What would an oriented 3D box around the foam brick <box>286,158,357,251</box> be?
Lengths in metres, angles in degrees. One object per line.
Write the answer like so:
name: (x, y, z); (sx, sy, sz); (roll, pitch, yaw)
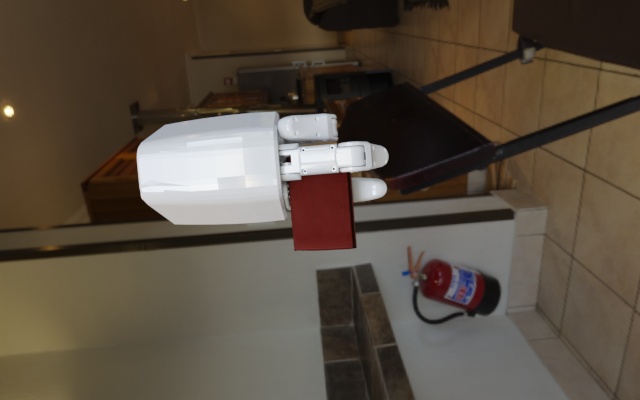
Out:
foam brick: (0.000, 0.002, 0.408); (0.051, 0.078, 0.053); (-5, 2, -2)
